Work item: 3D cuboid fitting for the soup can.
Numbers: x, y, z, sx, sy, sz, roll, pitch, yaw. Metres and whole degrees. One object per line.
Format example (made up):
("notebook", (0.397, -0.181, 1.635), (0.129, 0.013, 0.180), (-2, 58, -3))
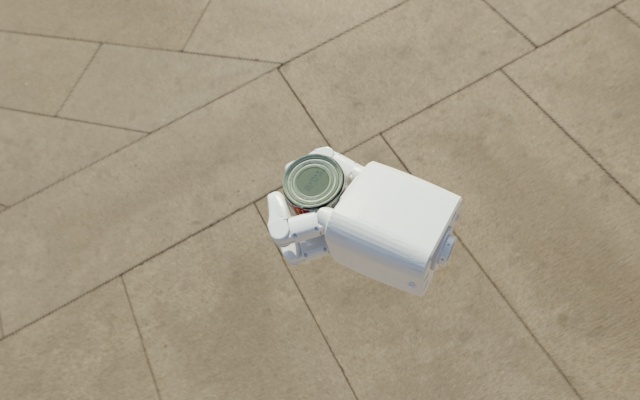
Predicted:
("soup can", (0.000, 0.001, 0.539), (0.068, 0.068, 0.102), (0, -27, 11))
